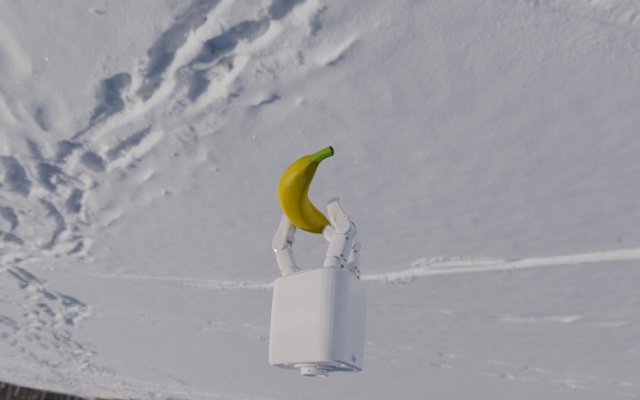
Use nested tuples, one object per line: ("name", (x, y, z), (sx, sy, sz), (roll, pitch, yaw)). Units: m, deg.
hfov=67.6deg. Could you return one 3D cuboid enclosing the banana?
("banana", (-0.019, 0.001, 0.612), (0.069, 0.037, 0.198), (-1, -29, -1))
